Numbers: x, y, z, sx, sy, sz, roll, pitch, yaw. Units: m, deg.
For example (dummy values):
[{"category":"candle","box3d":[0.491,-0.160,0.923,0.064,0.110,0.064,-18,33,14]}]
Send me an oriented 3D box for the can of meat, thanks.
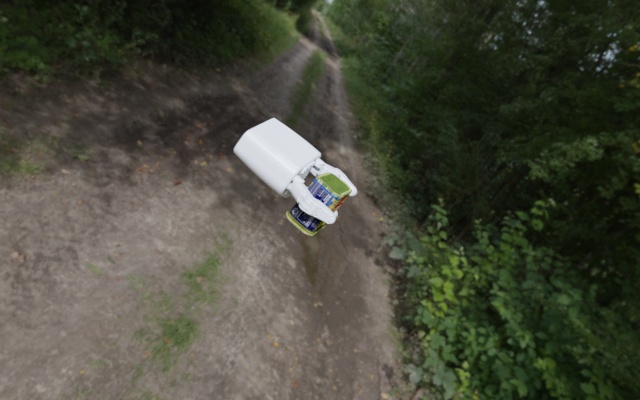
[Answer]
[{"category":"can of meat","box3d":[0.000,0.002,0.786,0.057,0.084,0.102,41,17,8]}]
